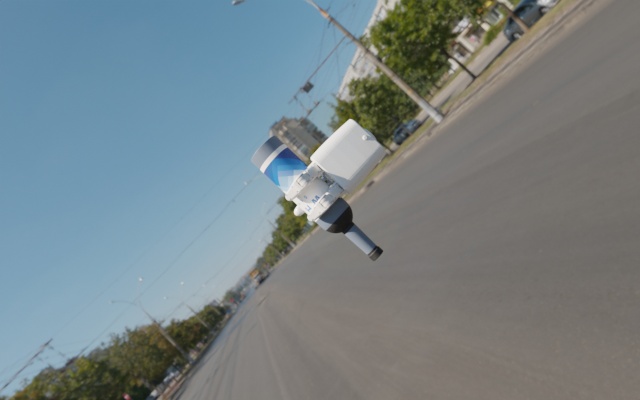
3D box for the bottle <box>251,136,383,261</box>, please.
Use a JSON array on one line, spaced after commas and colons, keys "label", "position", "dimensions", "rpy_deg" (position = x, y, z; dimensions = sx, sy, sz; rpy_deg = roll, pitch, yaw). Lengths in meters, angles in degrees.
[{"label": "bottle", "position": [0.000, 0.003, 0.890], "dimensions": [0.295, 0.069, 0.069], "rpy_deg": [43, 1, 2]}]
